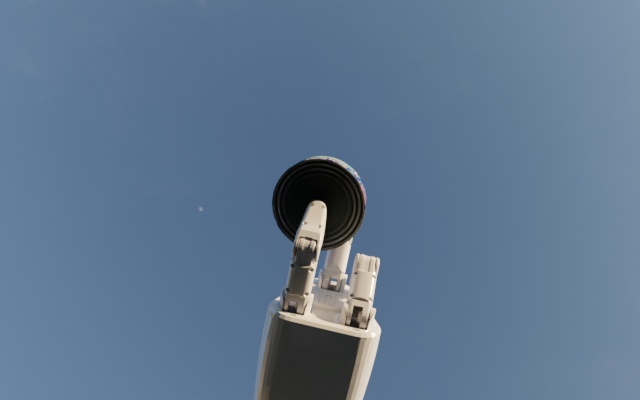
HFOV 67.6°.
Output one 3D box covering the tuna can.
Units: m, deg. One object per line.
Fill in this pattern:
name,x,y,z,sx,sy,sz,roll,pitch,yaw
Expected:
tuna can,0.000,0.001,0.448,0.086,0.086,0.033,0,12,9
